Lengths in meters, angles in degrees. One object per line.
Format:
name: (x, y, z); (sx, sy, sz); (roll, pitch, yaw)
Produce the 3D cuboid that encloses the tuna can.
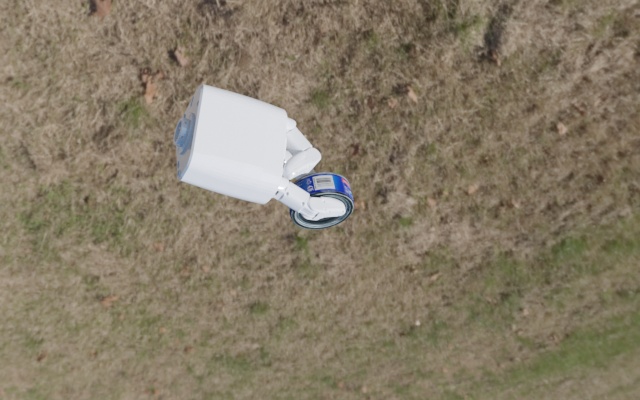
tuna can: (0.000, 0.003, 0.626); (0.086, 0.033, 0.086); (-8, -35, -6)
